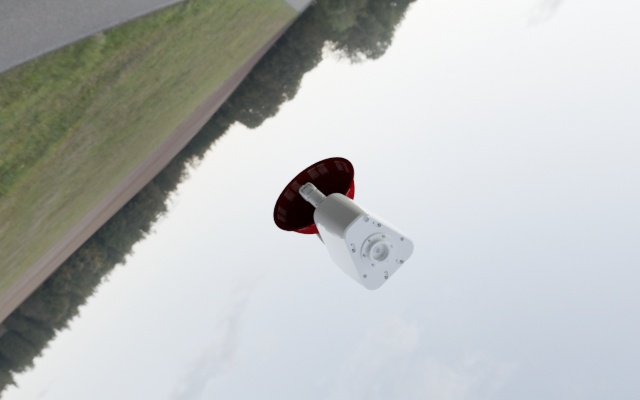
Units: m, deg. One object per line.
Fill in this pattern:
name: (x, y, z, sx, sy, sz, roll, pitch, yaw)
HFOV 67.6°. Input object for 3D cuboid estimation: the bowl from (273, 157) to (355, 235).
bowl: (0.000, 0.002, 0.801, 0.162, 0.162, 0.055, 0, -40, 45)
